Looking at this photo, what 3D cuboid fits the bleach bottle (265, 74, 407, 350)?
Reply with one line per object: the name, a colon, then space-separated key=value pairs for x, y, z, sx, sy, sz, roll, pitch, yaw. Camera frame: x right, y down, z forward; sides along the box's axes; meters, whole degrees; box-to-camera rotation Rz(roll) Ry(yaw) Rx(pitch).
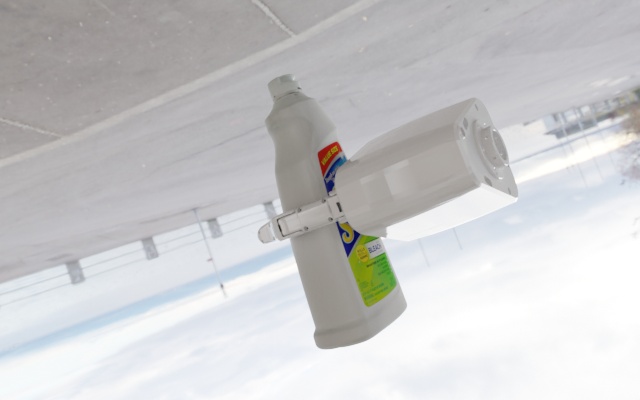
bleach bottle: x=0.000 y=0.002 z=0.452 sx=0.068 sy=0.251 sz=0.102 roll=-23 pitch=-4 yaw=35
